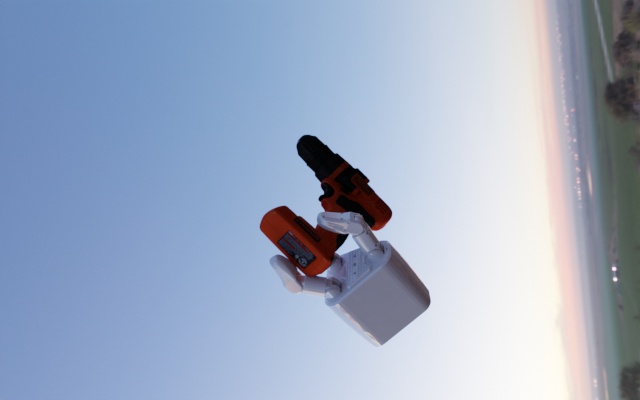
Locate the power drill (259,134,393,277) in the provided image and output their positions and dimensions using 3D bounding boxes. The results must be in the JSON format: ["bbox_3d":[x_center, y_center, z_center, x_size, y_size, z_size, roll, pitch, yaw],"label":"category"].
[{"bbox_3d":[0.000,0.003,0.671,0.187,0.184,0.057,-43,-4,-45],"label":"power drill"}]
